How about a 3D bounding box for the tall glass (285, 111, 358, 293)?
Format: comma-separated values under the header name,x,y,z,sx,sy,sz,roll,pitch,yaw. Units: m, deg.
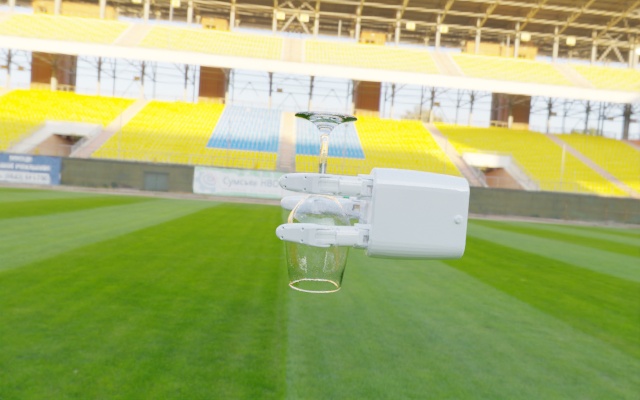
name,x,y,z,sx,sy,sz,roll,pitch,yaw
tall glass,0.000,0.001,0.558,0.079,0.201,0.079,4,2,0
